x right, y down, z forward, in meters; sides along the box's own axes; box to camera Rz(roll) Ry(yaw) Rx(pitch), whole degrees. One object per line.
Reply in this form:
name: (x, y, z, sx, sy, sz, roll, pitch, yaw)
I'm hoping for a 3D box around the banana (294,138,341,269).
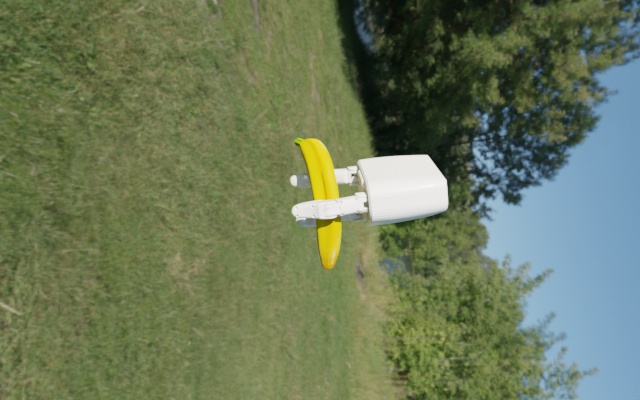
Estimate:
banana: (0.003, -0.005, 0.662, 0.037, 0.197, 0.070, -8, -12, -14)
